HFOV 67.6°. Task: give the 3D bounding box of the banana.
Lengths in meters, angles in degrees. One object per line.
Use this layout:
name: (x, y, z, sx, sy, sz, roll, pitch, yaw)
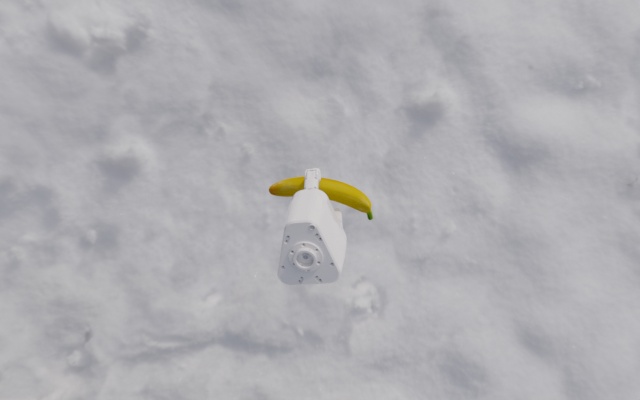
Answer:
banana: (0.008, -0.010, 0.842, 0.198, 0.070, 0.037, 16, 38, -5)
